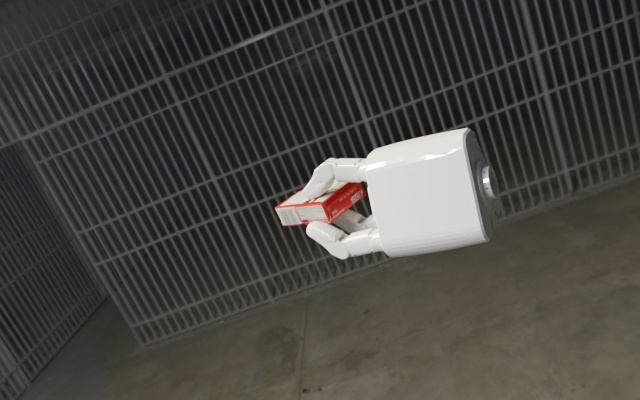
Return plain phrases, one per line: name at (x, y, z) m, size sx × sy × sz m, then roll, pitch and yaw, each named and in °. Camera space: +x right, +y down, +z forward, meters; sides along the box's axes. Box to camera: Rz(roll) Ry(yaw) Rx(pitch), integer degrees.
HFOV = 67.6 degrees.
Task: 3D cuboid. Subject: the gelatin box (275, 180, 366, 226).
gelatin box at (0.000, 0.002, 0.592) m, size 0.089 × 0.030 × 0.073 m, roll -6°, pitch 22°, yaw 45°
